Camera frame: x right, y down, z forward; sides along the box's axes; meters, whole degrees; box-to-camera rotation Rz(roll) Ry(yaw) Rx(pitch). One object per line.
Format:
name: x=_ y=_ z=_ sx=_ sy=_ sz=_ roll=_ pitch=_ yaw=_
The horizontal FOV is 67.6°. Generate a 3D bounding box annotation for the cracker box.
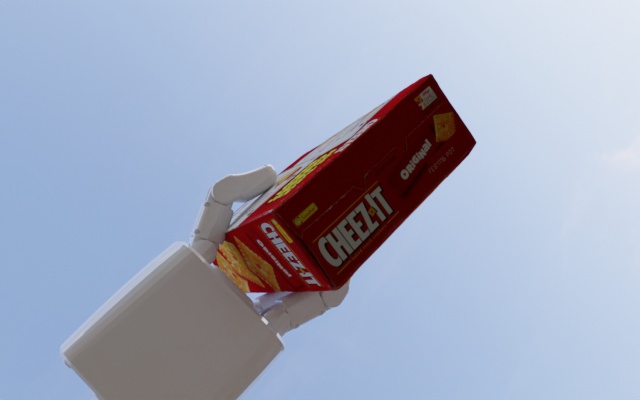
cracker box: x=0.000 y=0.001 z=0.402 sx=0.164 sy=0.072 sz=0.214 roll=-43 pitch=10 yaw=-26
